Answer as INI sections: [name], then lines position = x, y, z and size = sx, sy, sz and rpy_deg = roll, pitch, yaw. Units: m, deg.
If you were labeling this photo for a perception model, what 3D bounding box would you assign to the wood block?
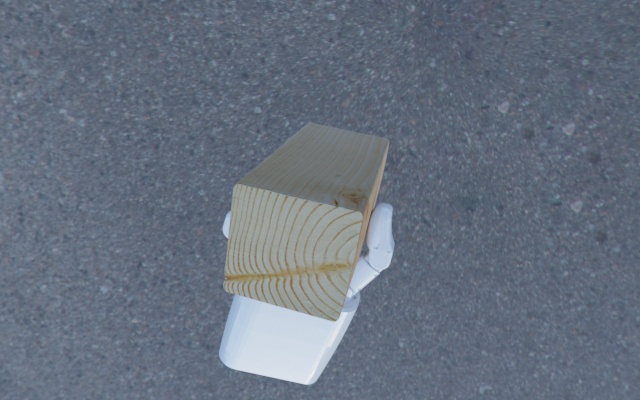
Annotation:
[wood block]
position = 0.000, 0.002, 0.421
size = 0.091, 0.090, 0.206
rpy_deg = 14, 23, 7
